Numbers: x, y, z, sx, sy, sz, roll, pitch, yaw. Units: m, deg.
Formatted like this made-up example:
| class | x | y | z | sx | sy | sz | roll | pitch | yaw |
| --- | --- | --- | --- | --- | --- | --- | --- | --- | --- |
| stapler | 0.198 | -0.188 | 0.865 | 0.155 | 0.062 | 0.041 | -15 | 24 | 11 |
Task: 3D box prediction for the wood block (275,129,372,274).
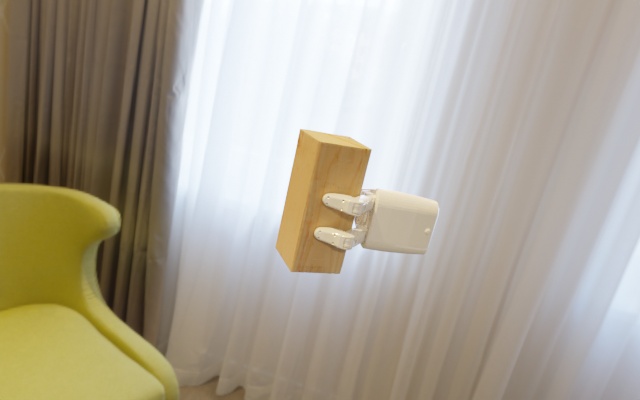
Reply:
| class | x | y | z | sx | sy | sz | roll | pitch | yaw |
| --- | --- | --- | --- | --- | --- | --- | --- | --- | --- |
| wood block | 0.000 | 0.002 | 0.754 | 0.090 | 0.206 | 0.090 | 6 | 18 | -23 |
